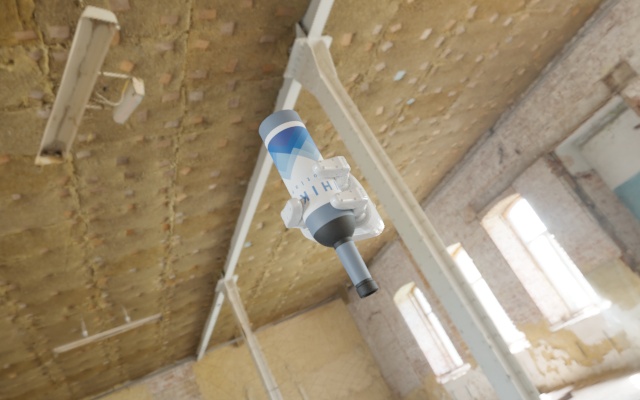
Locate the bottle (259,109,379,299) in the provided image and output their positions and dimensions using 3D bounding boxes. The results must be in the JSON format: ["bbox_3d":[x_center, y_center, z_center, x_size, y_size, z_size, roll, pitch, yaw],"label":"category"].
[{"bbox_3d":[0.000,0.002,0.681,0.069,0.295,0.069,-24,-22,-10],"label":"bottle"}]
